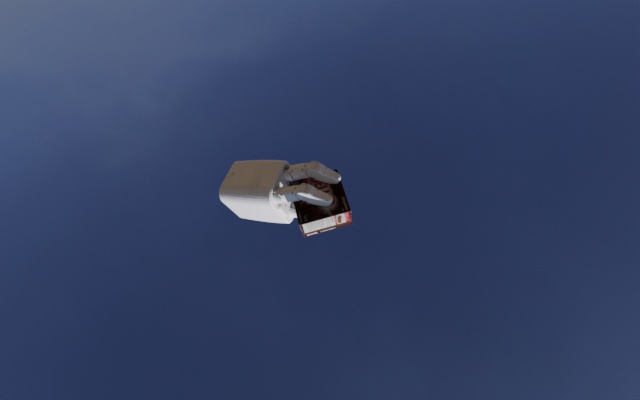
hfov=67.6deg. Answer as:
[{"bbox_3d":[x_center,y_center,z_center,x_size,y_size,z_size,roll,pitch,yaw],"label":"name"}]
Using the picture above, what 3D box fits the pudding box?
[{"bbox_3d":[0.000,0.003,0.825,0.090,0.113,0.039,-16,-44,0],"label":"pudding box"}]
